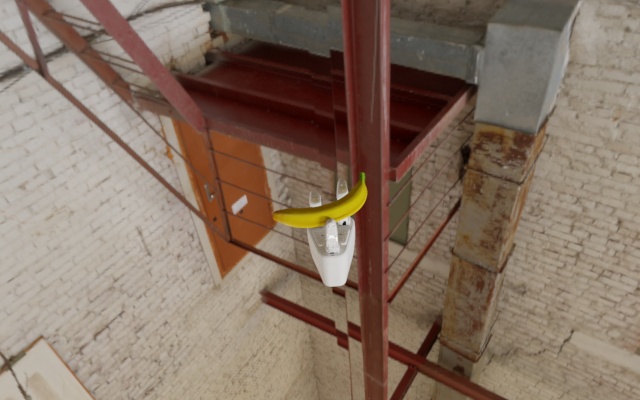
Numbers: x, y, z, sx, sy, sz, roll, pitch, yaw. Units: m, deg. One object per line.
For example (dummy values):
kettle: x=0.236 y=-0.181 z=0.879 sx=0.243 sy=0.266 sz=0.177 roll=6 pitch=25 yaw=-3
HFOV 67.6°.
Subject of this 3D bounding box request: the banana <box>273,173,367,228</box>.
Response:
banana: x=0.012 y=0.014 z=0.890 sx=0.198 sy=0.069 sz=0.037 roll=-23 pitch=-38 yaw=-16
